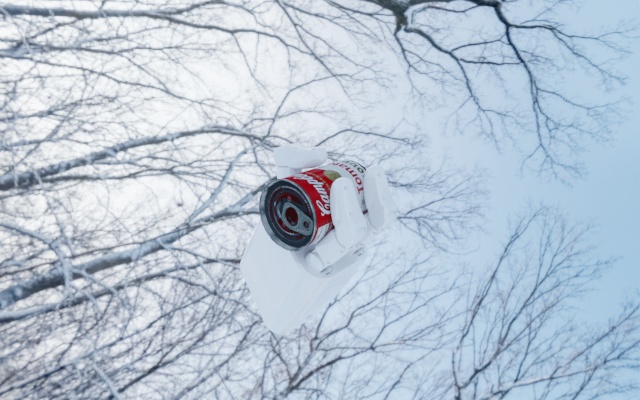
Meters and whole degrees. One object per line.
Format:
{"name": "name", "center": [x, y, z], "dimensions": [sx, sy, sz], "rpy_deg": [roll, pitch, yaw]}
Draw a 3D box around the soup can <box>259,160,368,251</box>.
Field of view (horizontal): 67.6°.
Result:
{"name": "soup can", "center": [0.000, 0.001, 0.466], "dimensions": [0.068, 0.068, 0.102], "rpy_deg": [0, 14, 40]}
